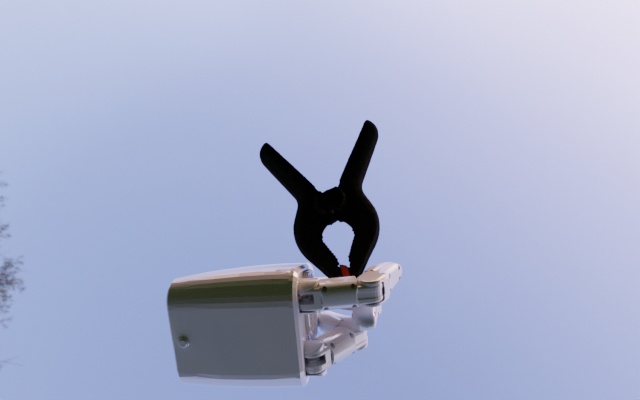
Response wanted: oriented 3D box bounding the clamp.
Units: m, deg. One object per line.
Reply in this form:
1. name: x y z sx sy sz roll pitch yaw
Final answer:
1. clamp: 0.000 0.002 0.452 0.120 0.171 0.039 -8 -29 11
